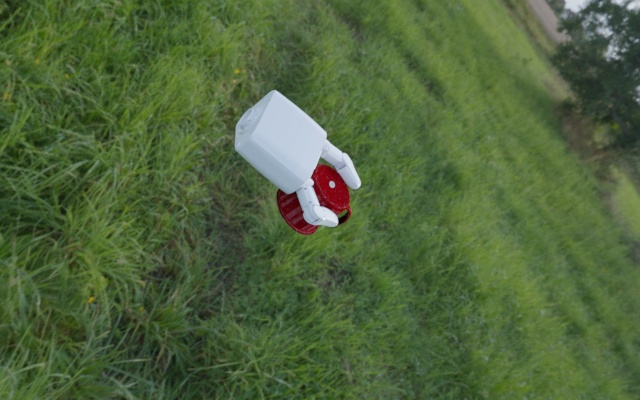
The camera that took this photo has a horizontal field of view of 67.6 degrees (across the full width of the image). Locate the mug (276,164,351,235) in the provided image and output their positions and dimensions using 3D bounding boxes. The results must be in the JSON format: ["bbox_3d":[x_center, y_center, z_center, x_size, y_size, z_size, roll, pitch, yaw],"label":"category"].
[{"bbox_3d":[0.001,0.003,0.756,0.081,0.093,0.117,-33,-57,33],"label":"mug"}]
